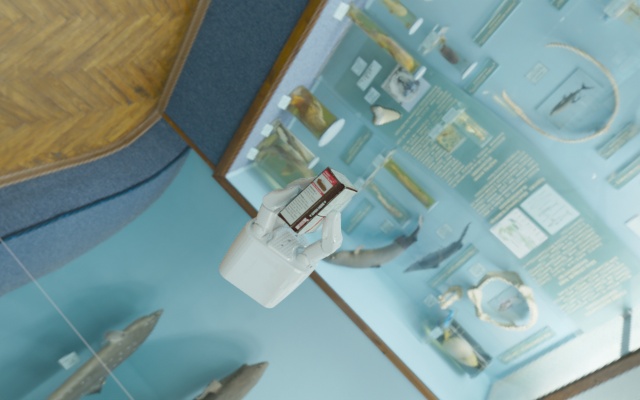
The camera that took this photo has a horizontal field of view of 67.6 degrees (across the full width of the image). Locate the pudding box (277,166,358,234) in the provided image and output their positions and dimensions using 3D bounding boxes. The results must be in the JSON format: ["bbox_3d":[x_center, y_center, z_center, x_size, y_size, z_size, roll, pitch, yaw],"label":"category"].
[{"bbox_3d":[0.000,0.002,0.637,0.090,0.039,0.113,-44,-8,7],"label":"pudding box"}]
